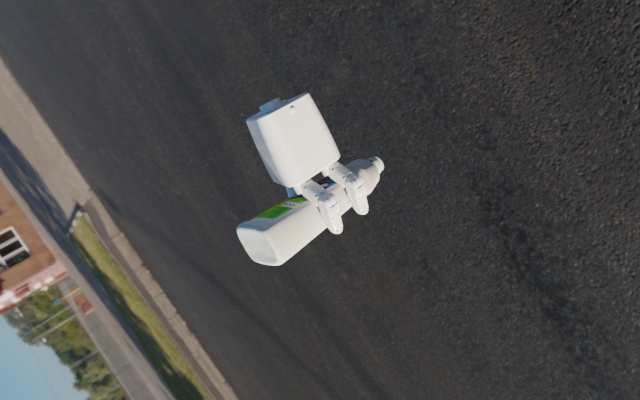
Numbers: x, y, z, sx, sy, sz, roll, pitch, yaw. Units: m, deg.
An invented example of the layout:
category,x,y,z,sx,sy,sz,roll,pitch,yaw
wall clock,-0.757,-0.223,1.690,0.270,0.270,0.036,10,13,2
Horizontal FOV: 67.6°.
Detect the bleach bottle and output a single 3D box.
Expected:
category,x,y,z,sx,sy,sz,roll,pitch,yaw
bleach bottle,0.000,0.002,0.728,0.250,0.068,0.102,-35,18,-30
